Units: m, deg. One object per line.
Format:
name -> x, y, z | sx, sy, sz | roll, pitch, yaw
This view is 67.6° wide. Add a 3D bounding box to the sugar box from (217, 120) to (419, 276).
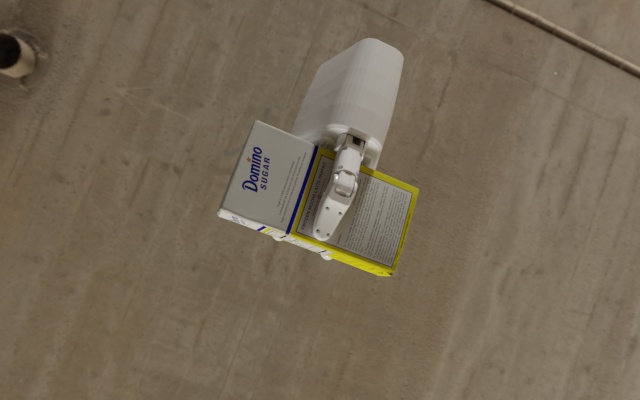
sugar box -> 0.000, 0.002, 0.462 | 0.176, 0.093, 0.048 | 22, -16, -11
